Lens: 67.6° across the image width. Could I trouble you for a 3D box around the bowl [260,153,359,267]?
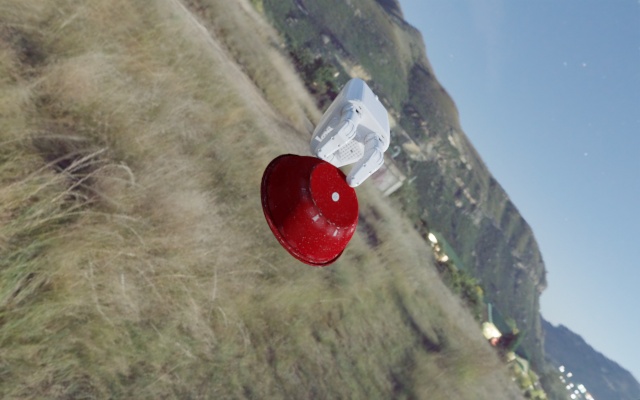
[{"bbox_3d":[0.000,0.003,0.627,0.055,0.162,0.162,-26,-17,38],"label":"bowl"}]
